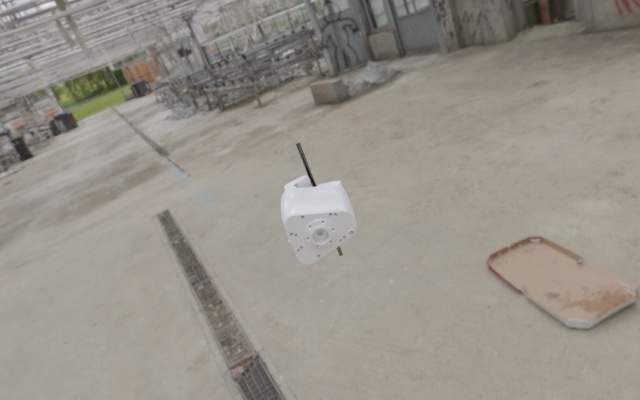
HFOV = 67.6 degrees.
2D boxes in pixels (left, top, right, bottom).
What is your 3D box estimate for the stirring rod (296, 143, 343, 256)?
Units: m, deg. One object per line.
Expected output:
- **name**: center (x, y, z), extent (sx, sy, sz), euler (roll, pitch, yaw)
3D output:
- **stirring rod**: center (0.000, 0.003, 0.900), extent (0.011, 0.240, 0.011), euler (-18, 21, 7)
